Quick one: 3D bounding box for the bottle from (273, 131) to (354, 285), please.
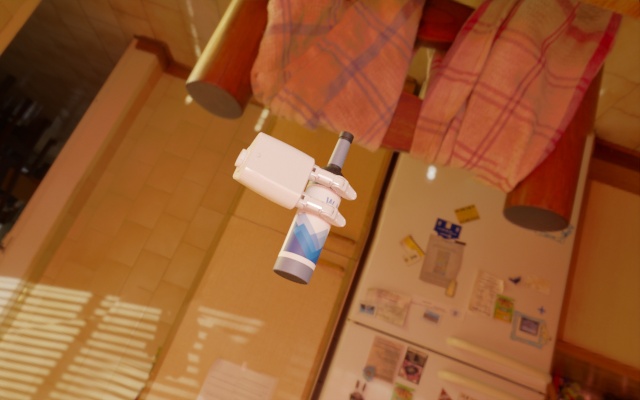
[{"bbox_3d":[0.000,0.003,0.865,0.069,0.295,0.069,19,-20,7],"label":"bottle"}]
